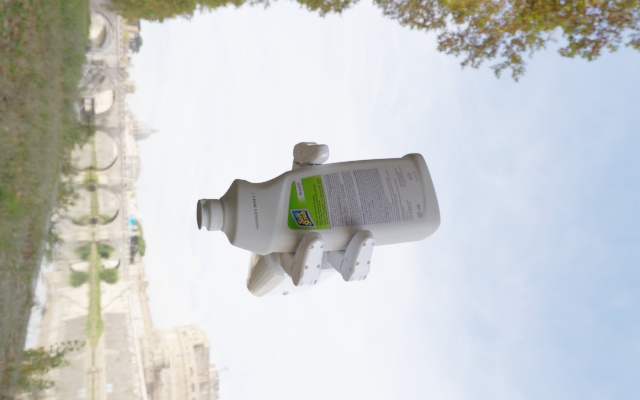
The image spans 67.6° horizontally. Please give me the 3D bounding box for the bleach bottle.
[{"bbox_3d":[0.000,0.002,0.495,0.251,0.102,0.068,-2,-23,-25],"label":"bleach bottle"}]
